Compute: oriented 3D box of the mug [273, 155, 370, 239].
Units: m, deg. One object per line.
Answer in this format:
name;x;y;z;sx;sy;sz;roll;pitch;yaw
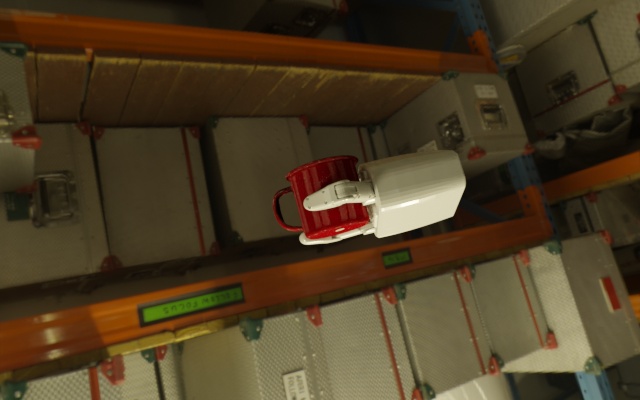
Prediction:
mug;-0.001;0.002;0.583;0.117;0.081;0.093;-14;-10;-2
